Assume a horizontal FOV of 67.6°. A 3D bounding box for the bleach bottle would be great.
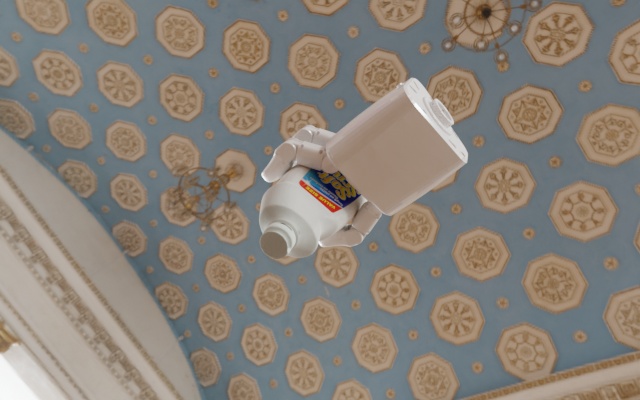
[{"bbox_3d":[0.000,0.002,0.547,0.068,0.102,0.250,-37,6,27],"label":"bleach bottle"}]
